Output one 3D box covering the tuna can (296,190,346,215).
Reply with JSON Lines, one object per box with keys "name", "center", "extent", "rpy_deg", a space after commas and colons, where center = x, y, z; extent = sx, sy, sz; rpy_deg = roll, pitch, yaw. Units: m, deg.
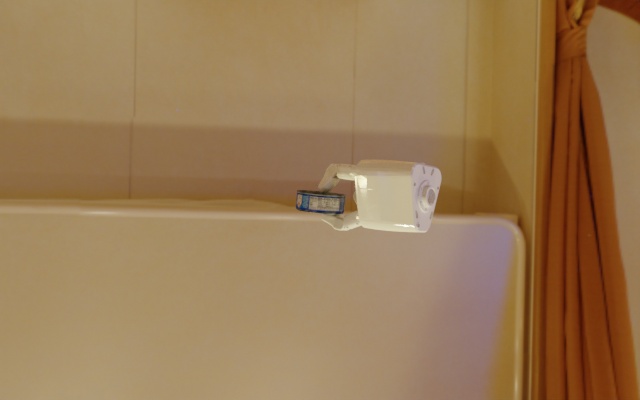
{"name": "tuna can", "center": [0.000, 0.003, 0.832], "extent": [0.086, 0.034, 0.086], "rpy_deg": [5, 4, 0]}
